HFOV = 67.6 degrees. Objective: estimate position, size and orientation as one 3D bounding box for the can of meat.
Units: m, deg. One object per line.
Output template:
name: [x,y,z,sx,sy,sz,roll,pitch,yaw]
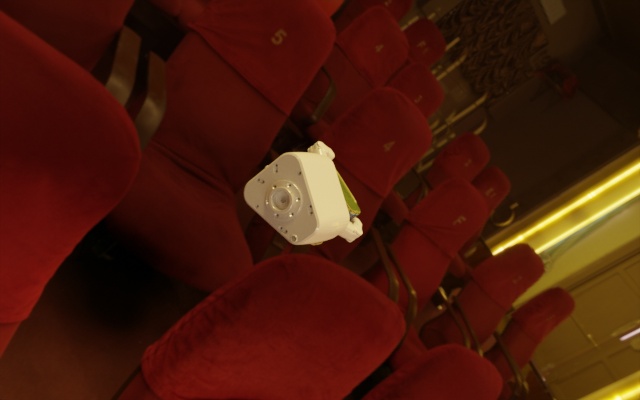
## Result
can of meat: [0.000,0.002,0.726,0.084,0.102,0.057,-37,-15,19]
